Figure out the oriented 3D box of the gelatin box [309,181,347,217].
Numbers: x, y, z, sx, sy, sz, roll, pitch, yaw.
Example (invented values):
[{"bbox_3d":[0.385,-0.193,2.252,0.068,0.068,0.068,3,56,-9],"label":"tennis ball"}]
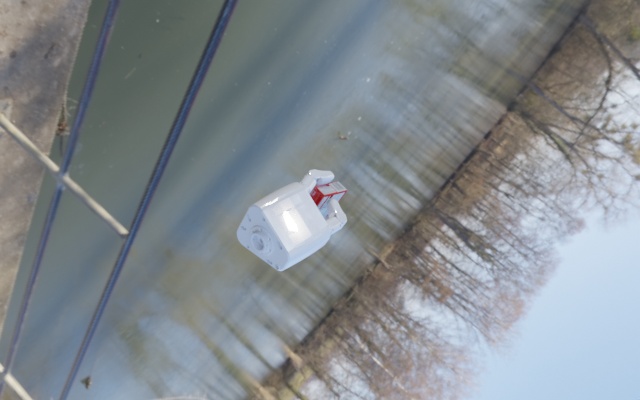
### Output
[{"bbox_3d":[0.001,0.003,0.884,0.030,0.073,0.089,46,28,18],"label":"gelatin box"}]
